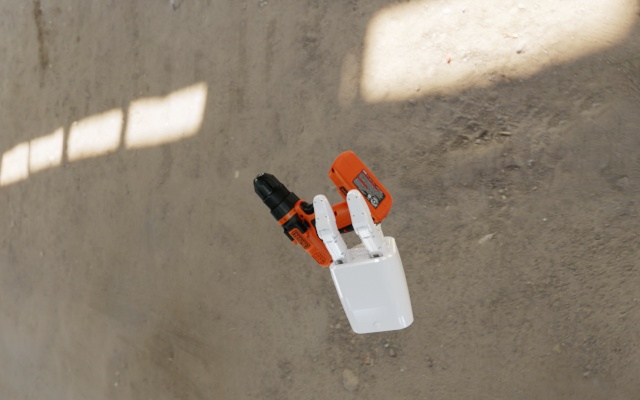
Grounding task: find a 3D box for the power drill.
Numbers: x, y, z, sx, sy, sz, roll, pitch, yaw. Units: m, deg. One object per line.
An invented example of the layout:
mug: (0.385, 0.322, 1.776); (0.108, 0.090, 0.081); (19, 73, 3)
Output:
power drill: (0.001, 0.002, 0.709); (0.188, 0.184, 0.057); (-35, 11, 49)
